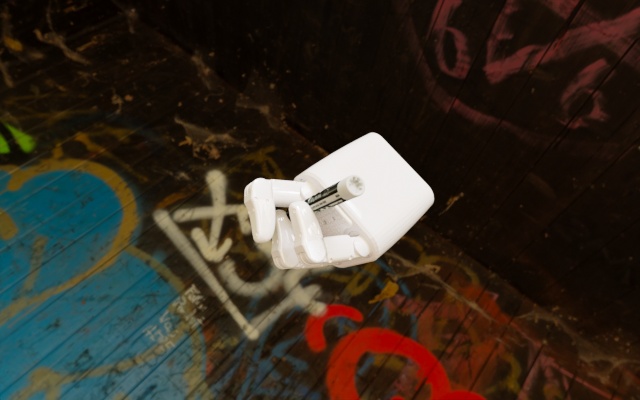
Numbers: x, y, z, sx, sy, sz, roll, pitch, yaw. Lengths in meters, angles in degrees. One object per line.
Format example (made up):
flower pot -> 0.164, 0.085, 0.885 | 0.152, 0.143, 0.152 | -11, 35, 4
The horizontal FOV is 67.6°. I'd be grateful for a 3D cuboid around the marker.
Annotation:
marker -> 0.000, 0.001, 0.443 | 0.020, 0.020, 0.121 | 0, -14, -30
